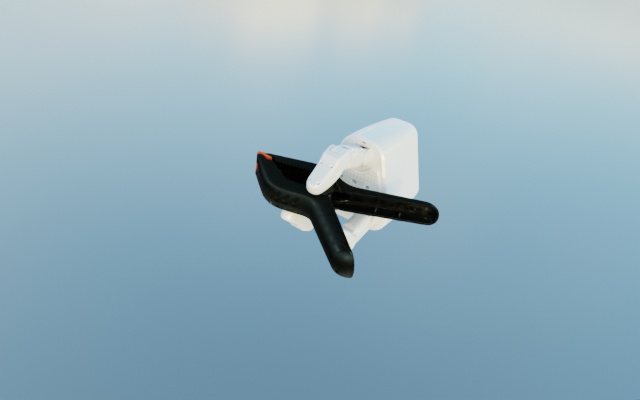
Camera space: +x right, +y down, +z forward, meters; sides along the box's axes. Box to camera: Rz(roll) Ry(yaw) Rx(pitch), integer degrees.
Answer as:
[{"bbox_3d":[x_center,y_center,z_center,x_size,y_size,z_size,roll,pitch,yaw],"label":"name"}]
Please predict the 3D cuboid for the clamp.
[{"bbox_3d":[0.000,0.001,0.501,0.210,0.036,0.164,26,31,25],"label":"clamp"}]
